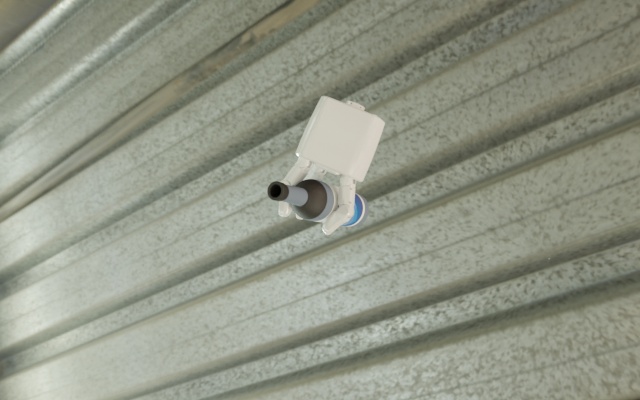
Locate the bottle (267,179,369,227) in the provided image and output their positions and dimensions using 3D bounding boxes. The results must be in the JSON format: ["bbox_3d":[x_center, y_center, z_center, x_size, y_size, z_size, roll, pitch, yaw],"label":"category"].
[{"bbox_3d":[0.000,0.003,0.796,0.069,0.069,0.296,0,-6,26],"label":"bottle"}]
